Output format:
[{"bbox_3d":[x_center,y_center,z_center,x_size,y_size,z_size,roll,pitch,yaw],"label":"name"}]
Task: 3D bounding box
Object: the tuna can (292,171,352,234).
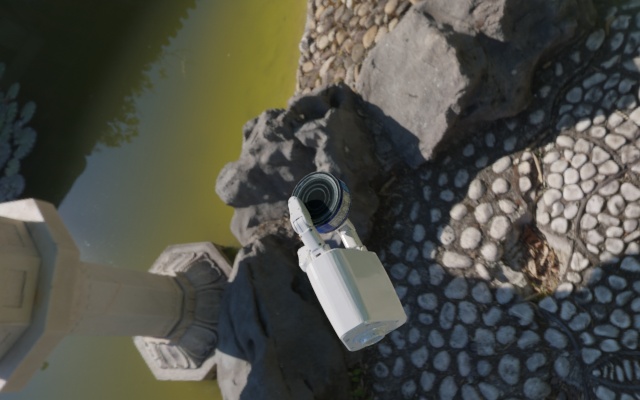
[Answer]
[{"bbox_3d":[0.000,0.002,0.679,0.086,0.086,0.034,0,-19,33],"label":"tuna can"}]
